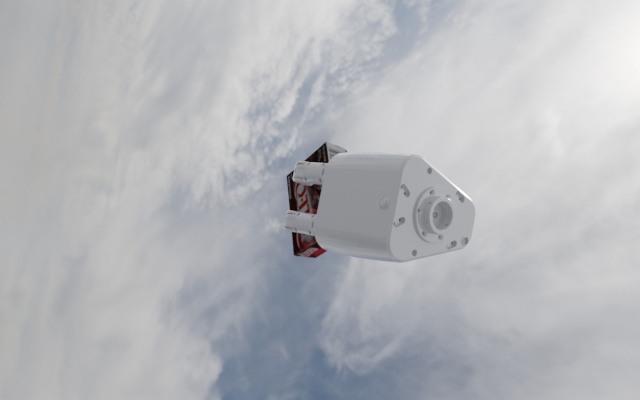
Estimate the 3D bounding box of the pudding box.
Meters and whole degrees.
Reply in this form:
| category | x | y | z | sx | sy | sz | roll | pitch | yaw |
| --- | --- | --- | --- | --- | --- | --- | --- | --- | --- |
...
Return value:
| category | x | y | z | sx | sy | sz | roll | pitch | yaw |
| --- | --- | --- | --- | --- | --- | --- | --- | --- | --- |
| pudding box | 0.000 | 0.002 | 0.570 | 0.039 | 0.113 | 0.090 | 14 | -33 | -33 |
